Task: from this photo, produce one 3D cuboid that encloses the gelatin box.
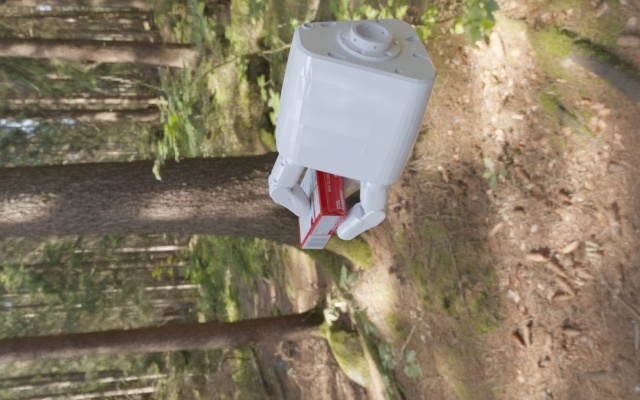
[{"bbox_3d":[0.000,0.002,0.508,0.030,0.073,0.089,4,-29,-16],"label":"gelatin box"}]
